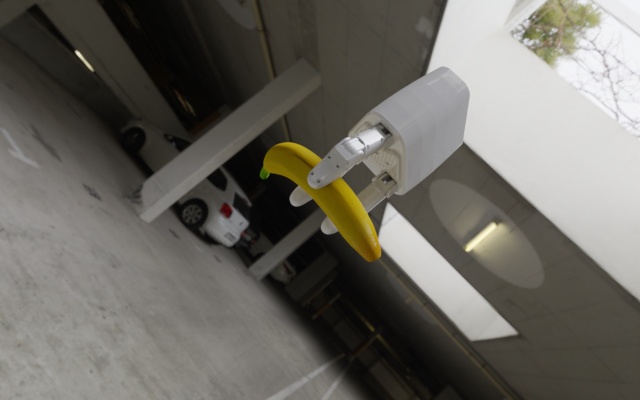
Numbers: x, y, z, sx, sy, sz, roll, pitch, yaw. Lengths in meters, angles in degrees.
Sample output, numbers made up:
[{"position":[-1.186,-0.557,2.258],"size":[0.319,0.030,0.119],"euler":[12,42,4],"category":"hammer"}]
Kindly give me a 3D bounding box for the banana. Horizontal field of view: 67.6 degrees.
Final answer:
[{"position":[-0.004,-0.013,0.505],"size":[0.037,0.070,0.197],"euler":[-33,48,-22],"category":"banana"}]
